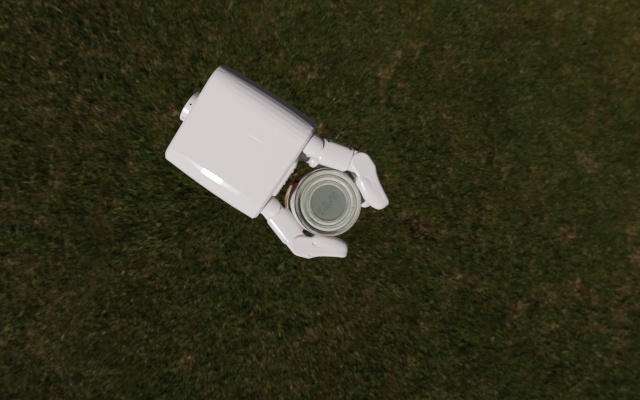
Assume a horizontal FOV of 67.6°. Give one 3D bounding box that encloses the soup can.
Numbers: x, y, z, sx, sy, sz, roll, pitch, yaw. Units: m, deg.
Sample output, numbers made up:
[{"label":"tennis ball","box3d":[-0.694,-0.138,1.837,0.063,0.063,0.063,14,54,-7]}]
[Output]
[{"label":"soup can","box3d":[0.000,0.002,0.507,0.068,0.068,0.102,0,0,-9]}]
